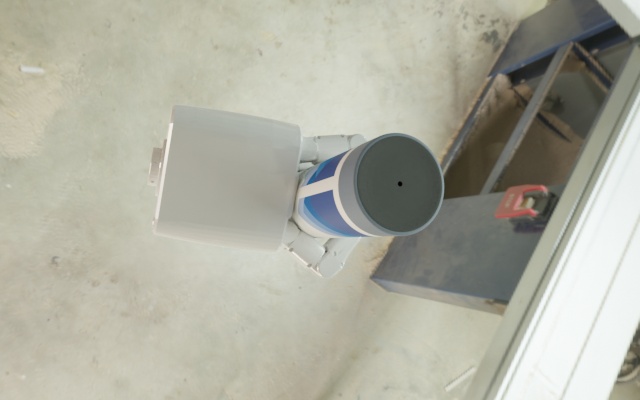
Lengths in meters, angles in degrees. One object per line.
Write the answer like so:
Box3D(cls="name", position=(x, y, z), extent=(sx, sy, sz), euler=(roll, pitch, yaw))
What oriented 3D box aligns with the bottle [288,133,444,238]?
Box3D(cls="bottle", position=(0.000, 0.001, 0.441), extent=(0.069, 0.069, 0.296), euler=(0, -5, -20))
